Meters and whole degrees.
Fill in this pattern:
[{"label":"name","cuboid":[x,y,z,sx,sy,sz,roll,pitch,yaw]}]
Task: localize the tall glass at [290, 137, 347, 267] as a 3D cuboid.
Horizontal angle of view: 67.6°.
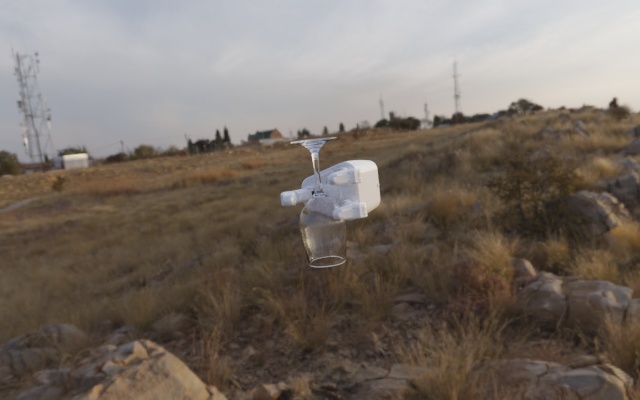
[{"label":"tall glass","cuboid":[0.000,0.002,0.768,0.079,0.201,0.079,-6,6,1]}]
